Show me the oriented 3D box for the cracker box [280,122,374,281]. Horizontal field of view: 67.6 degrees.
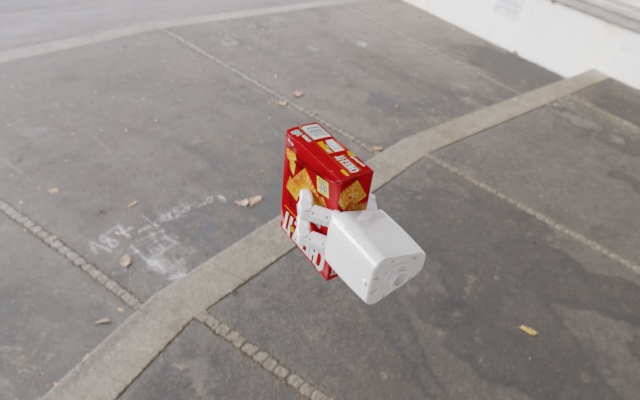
[{"bbox_3d":[0.000,0.002,0.802,0.072,0.214,0.164,-18,44,-29],"label":"cracker box"}]
